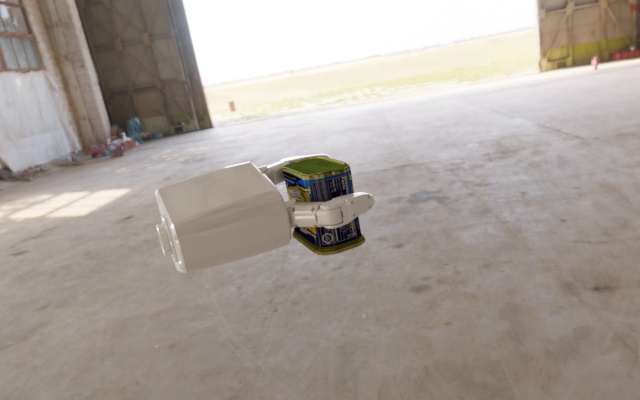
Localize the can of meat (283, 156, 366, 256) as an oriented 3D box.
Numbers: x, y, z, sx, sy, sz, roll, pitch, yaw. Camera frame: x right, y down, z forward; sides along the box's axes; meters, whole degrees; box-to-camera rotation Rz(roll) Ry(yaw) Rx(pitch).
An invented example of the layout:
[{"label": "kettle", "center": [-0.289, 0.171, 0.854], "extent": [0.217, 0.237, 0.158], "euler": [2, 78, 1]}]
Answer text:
[{"label": "can of meat", "center": [0.000, 0.001, 0.512], "extent": [0.057, 0.084, 0.102], "euler": [-16, 16, -19]}]
